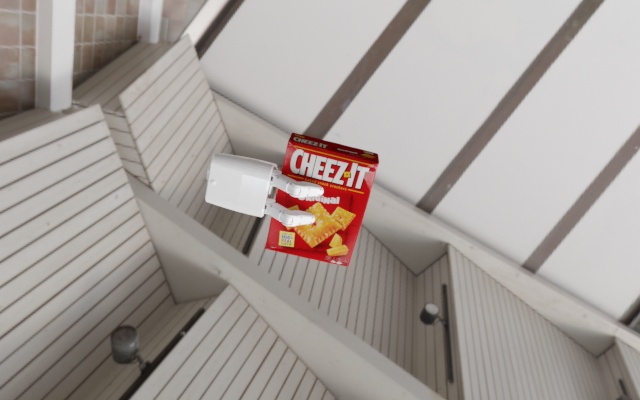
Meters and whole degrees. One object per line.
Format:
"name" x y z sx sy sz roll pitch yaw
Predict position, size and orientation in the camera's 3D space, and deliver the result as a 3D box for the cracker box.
"cracker box" 0.000 0.003 0.873 0.164 0.214 0.072 13 22 -2
